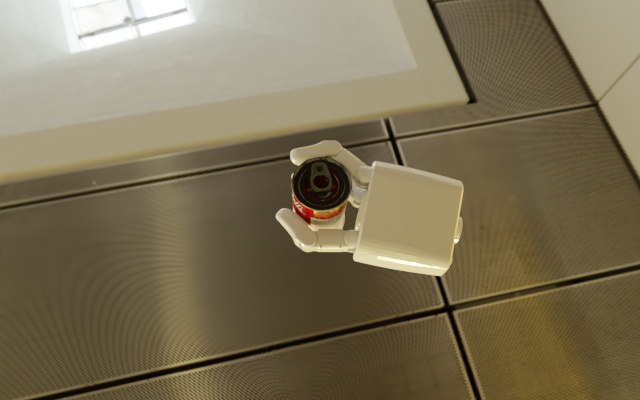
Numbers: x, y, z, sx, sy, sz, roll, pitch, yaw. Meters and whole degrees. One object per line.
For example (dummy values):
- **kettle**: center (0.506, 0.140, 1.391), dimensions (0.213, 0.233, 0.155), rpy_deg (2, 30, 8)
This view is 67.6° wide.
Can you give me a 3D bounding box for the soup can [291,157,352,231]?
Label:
- **soup can**: center (0.000, 0.002, 0.575), dimensions (0.068, 0.068, 0.102), rpy_deg (0, -25, -2)
